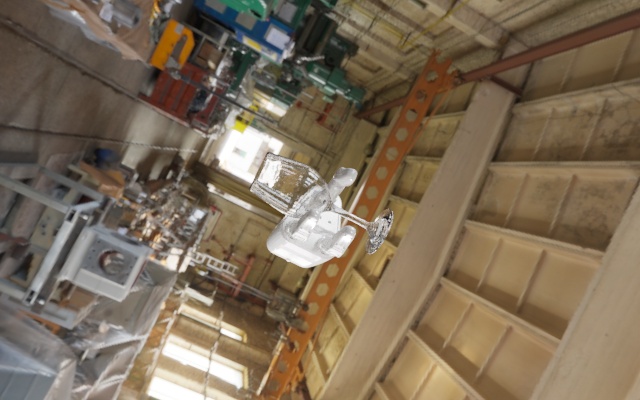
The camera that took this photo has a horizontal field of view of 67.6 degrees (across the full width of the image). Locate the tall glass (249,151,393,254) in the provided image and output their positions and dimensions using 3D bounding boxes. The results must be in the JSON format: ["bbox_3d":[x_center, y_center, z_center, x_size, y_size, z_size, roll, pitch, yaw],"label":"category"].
[{"bbox_3d":[0.001,0.002,0.690,0.201,0.079,0.079,27,-6,-11],"label":"tall glass"}]
